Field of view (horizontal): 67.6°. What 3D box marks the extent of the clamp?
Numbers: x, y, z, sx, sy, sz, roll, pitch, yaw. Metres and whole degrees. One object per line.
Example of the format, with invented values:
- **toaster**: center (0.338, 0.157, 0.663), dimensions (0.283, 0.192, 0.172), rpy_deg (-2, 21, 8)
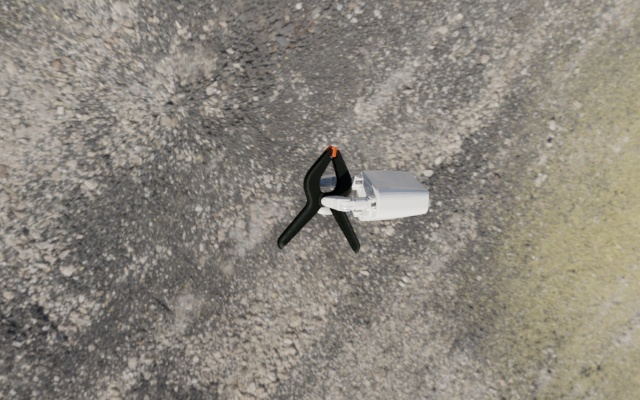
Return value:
- **clamp**: center (0.001, 0.003, 0.898), dimensions (0.164, 0.210, 0.036), rpy_deg (-2, 12, -17)
